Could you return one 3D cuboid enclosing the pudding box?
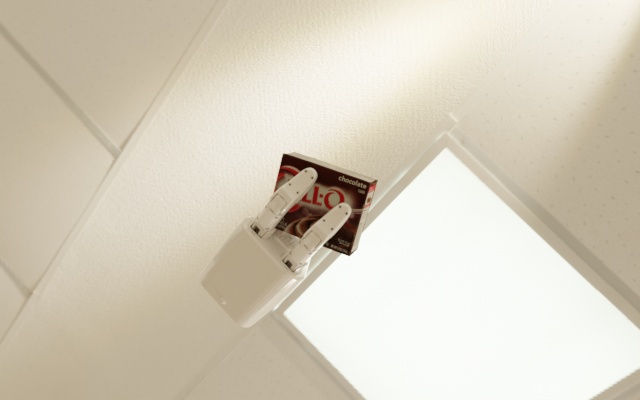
[{"bbox_3d":[0.000,0.002,0.555,0.113,0.090,0.039,19,16,15],"label":"pudding box"}]
